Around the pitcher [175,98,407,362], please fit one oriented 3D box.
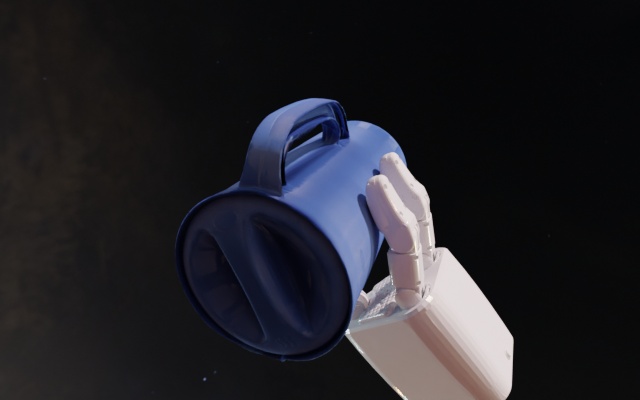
[{"bbox_3d":[0.000,0.002,0.411,0.149,0.145,0.242,-39,5,32],"label":"pitcher"}]
